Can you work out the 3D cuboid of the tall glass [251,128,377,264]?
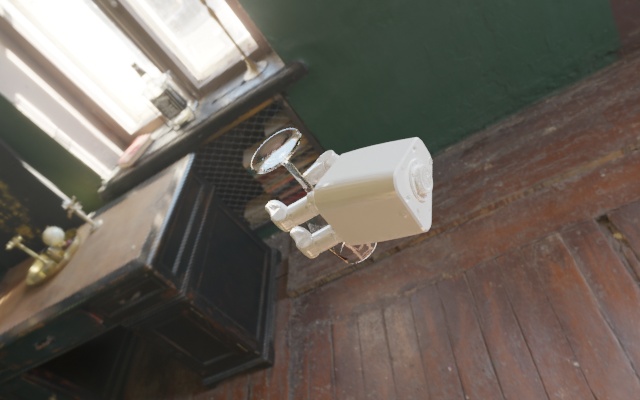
[{"bbox_3d":[0.000,0.002,0.627,0.079,0.079,0.201,0,-39,44],"label":"tall glass"}]
